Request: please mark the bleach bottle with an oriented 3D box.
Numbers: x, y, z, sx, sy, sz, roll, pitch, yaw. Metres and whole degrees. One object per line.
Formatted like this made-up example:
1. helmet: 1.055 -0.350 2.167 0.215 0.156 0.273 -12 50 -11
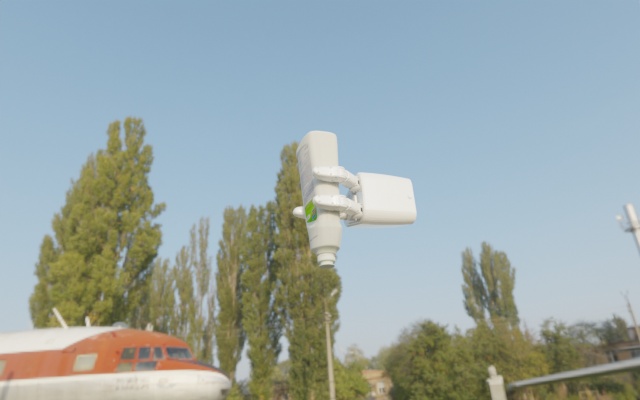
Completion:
1. bleach bottle: 0.000 0.003 0.876 0.068 0.250 0.103 4 -25 -17
